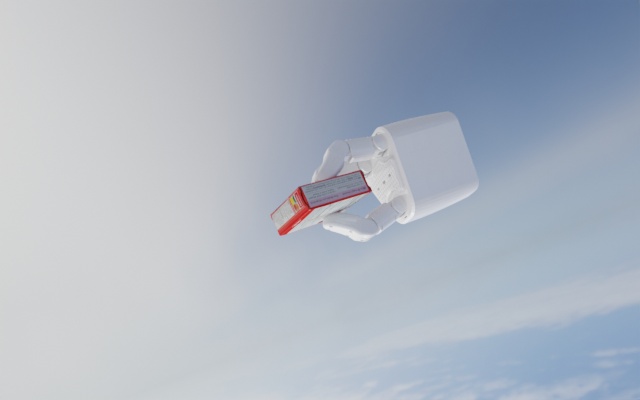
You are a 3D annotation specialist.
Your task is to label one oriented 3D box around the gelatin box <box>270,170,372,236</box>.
[{"bbox_3d":[0.000,0.002,0.517,0.089,0.030,0.073,-18,-14,-36],"label":"gelatin box"}]
